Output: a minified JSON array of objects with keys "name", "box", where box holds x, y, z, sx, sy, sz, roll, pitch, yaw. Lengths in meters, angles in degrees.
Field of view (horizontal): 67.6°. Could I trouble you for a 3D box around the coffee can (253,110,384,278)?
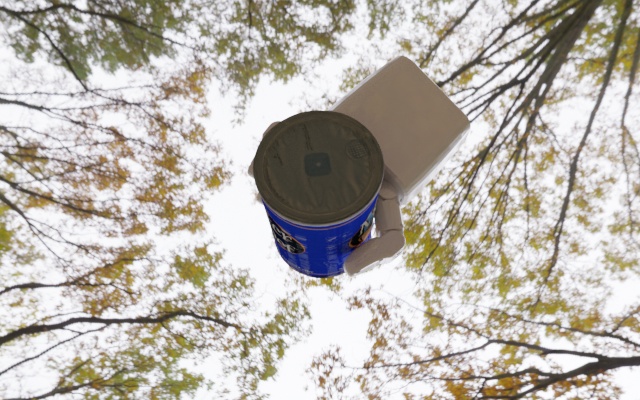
[{"name":"coffee can","box":[0.000,0.002,0.433,0.103,0.102,0.140,0,-26,2]}]
